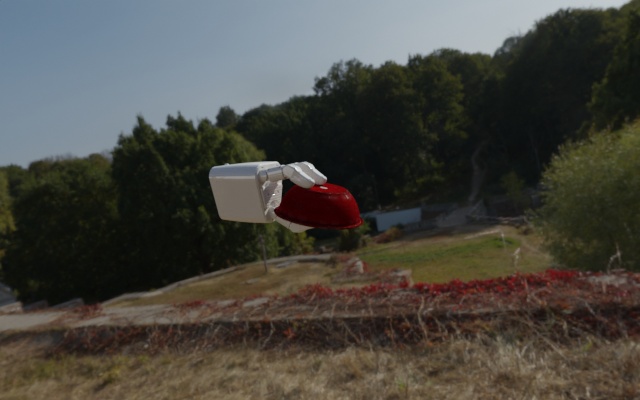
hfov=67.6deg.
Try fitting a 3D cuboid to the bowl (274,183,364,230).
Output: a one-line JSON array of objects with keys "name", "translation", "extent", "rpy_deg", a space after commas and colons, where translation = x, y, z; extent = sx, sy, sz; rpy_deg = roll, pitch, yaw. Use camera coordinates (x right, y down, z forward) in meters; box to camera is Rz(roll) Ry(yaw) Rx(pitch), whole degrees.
[{"name": "bowl", "translation": [0.002, 0.003, 0.849], "extent": [0.162, 0.055, 0.162], "rpy_deg": [8, 12, -2]}]
